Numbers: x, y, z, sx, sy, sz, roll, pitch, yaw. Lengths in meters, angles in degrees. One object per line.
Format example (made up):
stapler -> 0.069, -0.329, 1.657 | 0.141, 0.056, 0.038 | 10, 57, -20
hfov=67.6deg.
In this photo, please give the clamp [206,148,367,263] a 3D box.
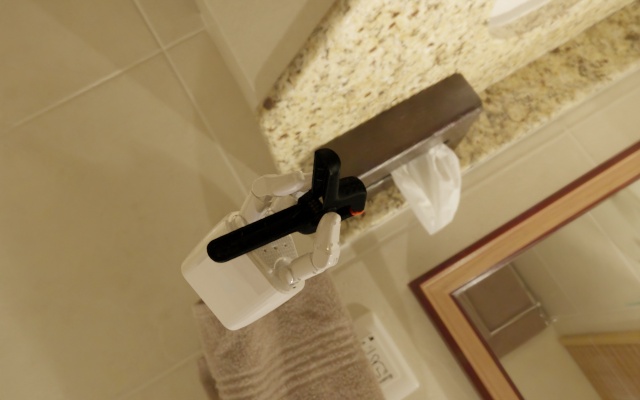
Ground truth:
clamp -> 0.001, 0.002, 0.507 | 0.165, 0.036, 0.210 | -40, -17, 30
